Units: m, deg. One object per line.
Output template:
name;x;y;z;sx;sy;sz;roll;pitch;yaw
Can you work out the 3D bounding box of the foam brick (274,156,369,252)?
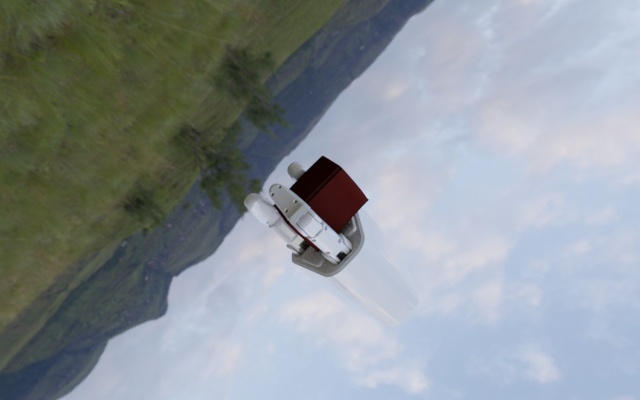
foam brick;0.000;0.001;0.495;0.051;0.078;0.053;44;1;-27
